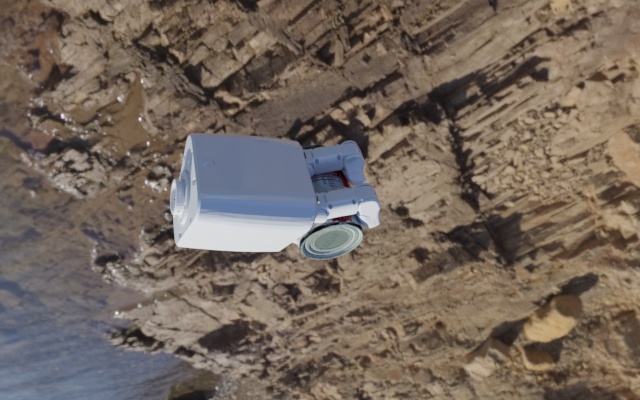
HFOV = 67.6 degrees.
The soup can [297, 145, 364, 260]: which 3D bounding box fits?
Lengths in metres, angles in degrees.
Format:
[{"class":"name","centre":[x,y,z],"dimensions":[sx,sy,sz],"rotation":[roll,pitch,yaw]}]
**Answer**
[{"class":"soup can","centre":[0.001,0.002,0.500],"dimensions":[0.068,0.102,0.069],"rotation":[-11,-34,-8]}]
